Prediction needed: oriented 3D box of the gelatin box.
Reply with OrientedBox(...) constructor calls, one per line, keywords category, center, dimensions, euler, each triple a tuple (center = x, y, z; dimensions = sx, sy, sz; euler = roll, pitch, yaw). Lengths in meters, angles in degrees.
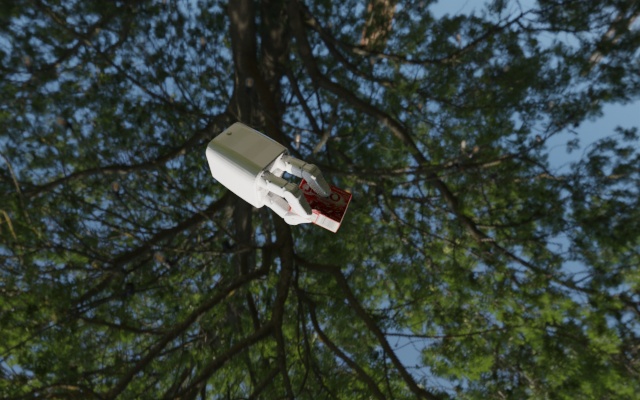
OrientedBox(category="gelatin box", center=(0.000, 0.003, 0.806), dimensions=(0.089, 0.073, 0.030), euler=(25, -43, 0))
